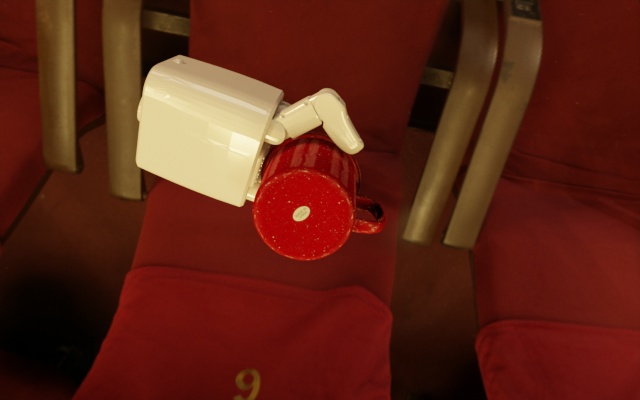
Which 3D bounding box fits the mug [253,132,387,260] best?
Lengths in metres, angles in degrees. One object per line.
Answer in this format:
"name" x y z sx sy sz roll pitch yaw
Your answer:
"mug" 0.001 0.002 0.405 0.117 0.093 0.081 20 23 -5
